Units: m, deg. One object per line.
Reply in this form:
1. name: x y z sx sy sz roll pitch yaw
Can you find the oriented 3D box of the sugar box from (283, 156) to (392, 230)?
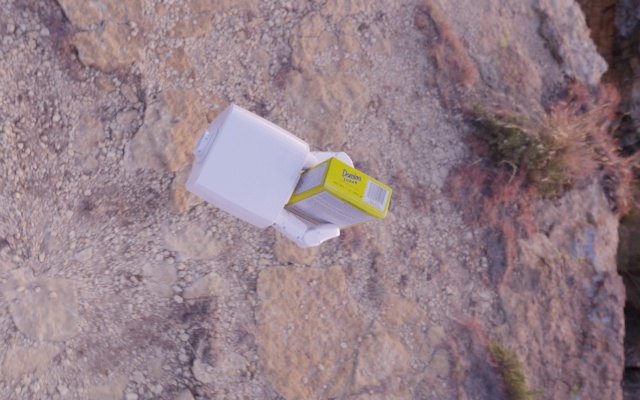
1. sugar box: 0.000 0.001 0.619 0.093 0.048 0.176 28 -22 -24
